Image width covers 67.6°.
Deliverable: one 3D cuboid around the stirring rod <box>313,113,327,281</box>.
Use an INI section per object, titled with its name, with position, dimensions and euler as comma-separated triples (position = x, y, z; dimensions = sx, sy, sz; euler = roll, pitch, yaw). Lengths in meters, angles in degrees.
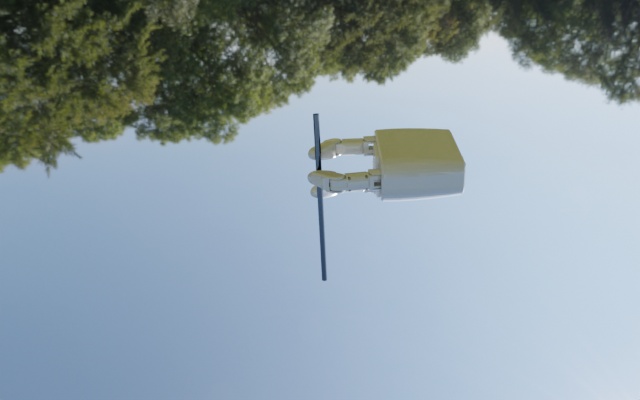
[stirring rod]
position = 0.000, 0.002, 0.652
dimensions = 0.011, 0.240, 0.011
euler = -3, 20, 1
